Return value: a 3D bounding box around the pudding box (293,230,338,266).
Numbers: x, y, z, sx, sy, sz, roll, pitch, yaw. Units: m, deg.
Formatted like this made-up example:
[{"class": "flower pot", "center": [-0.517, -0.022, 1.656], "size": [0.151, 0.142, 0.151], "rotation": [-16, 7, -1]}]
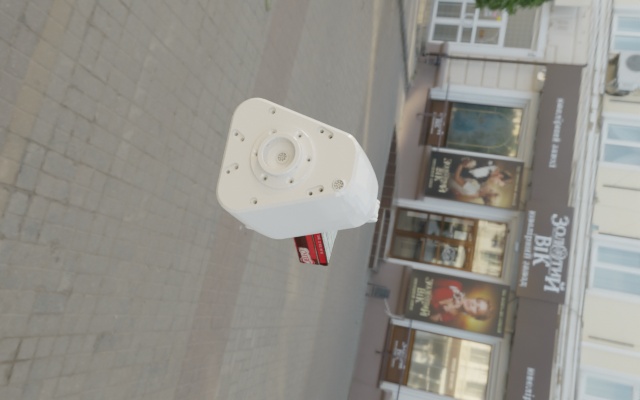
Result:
[{"class": "pudding box", "center": [0.000, 0.002, 0.527], "size": [0.039, 0.113, 0.090], "rotation": [9, -39, 15]}]
